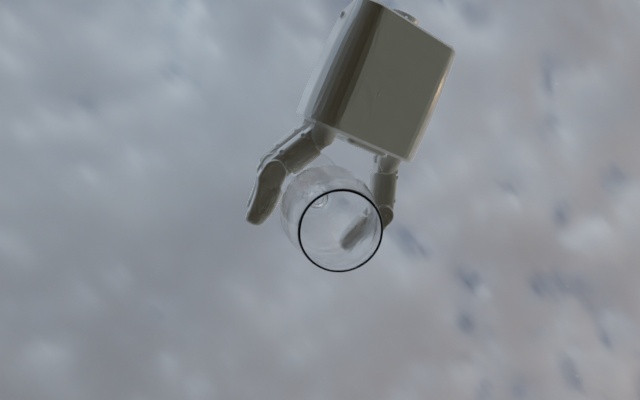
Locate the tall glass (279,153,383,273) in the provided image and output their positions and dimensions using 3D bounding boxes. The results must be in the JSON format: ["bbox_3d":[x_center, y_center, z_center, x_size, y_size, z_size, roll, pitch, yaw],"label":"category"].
[{"bbox_3d":[0.000,0.001,0.432,0.079,0.079,0.201,0,12,-9],"label":"tall glass"}]
